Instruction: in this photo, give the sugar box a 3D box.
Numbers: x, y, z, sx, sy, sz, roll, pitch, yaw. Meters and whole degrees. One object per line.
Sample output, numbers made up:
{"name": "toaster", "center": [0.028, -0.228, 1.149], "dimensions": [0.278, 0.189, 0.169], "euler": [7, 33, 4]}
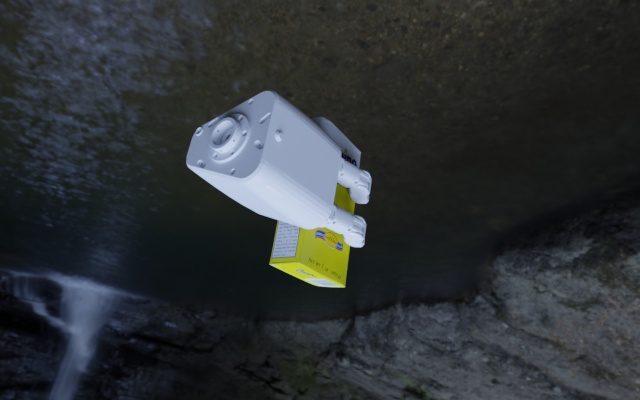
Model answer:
{"name": "sugar box", "center": [0.000, 0.002, 0.543], "dimensions": [0.048, 0.176, 0.093], "euler": [-5, -26, 34]}
